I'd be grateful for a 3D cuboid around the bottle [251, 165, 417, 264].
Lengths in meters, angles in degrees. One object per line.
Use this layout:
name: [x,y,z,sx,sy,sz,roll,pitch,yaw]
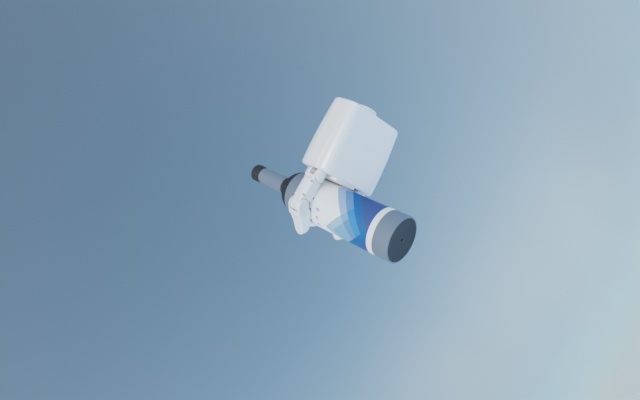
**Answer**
bottle: [0.000,0.002,0.704,0.295,0.069,0.069,25,16,38]
